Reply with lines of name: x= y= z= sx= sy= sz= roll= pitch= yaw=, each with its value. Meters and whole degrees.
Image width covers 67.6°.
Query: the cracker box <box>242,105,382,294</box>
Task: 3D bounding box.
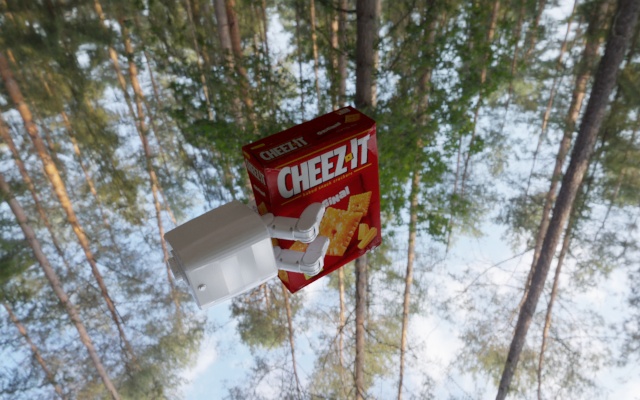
cracker box: x=0.000 y=0.002 z=0.650 sx=0.164 sy=0.214 sz=0.072 roll=-25 pitch=40 yaw=-22
